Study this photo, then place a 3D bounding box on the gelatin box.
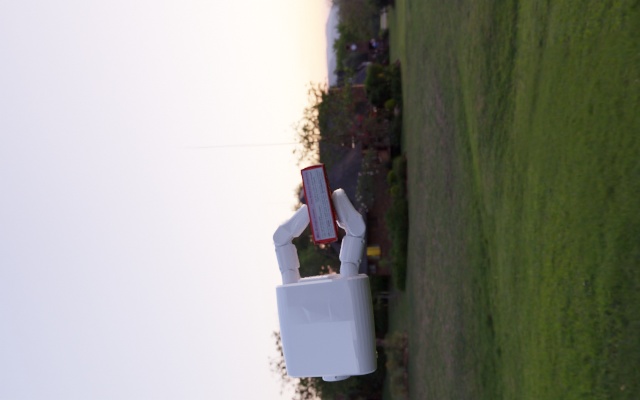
[{"bbox_3d":[0.000,0.002,0.565,0.030,0.089,0.073,-12,5,3],"label":"gelatin box"}]
